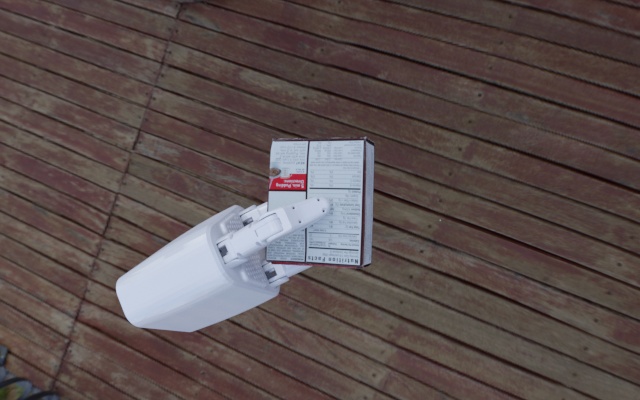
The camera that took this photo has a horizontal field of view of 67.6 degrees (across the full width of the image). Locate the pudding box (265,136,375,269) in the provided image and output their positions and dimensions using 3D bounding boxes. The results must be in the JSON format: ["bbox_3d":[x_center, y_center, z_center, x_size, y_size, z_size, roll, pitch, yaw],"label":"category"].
[{"bbox_3d":[0.000,0.001,0.422,0.090,0.113,0.039,2,-1,16],"label":"pudding box"}]
